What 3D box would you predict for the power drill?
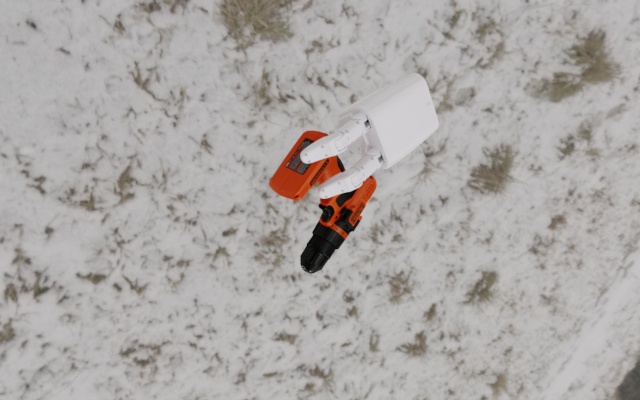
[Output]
[{"bbox_3d":[0.000,0.002,0.695,0.057,0.184,0.188,24,-15,32],"label":"power drill"}]
